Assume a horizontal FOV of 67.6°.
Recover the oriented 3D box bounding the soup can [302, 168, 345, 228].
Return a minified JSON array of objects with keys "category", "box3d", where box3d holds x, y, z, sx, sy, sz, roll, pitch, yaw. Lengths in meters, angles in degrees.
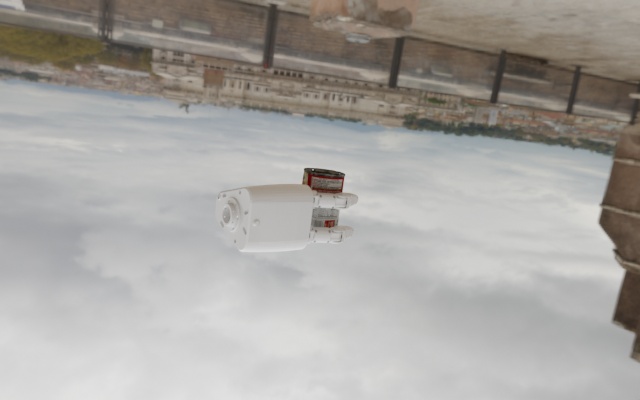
[{"category":"soup can","box3d":[0.000,0.003,0.776,0.068,0.102,0.068,7,10,-1]}]
